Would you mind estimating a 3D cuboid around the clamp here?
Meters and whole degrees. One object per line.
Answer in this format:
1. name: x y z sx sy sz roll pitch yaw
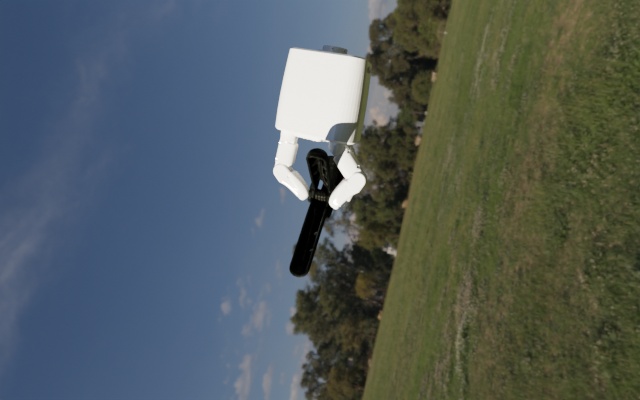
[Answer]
1. clamp: -0.001 0.002 0.654 0.036 0.164 0.210 13 13 8
